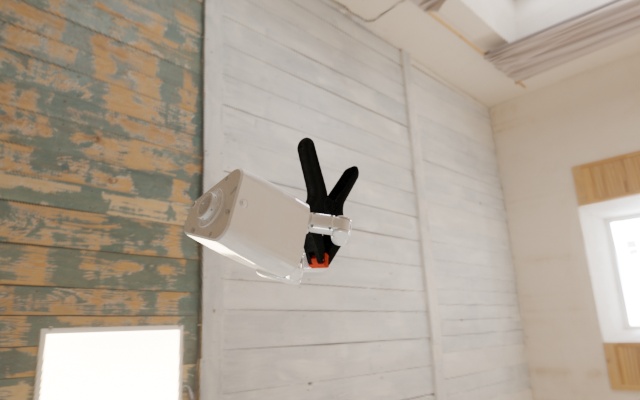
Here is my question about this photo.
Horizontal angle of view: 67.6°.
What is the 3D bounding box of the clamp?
[{"bbox_3d":[0.000,0.002,0.645,0.120,0.171,0.039,31,-33,-35],"label":"clamp"}]
